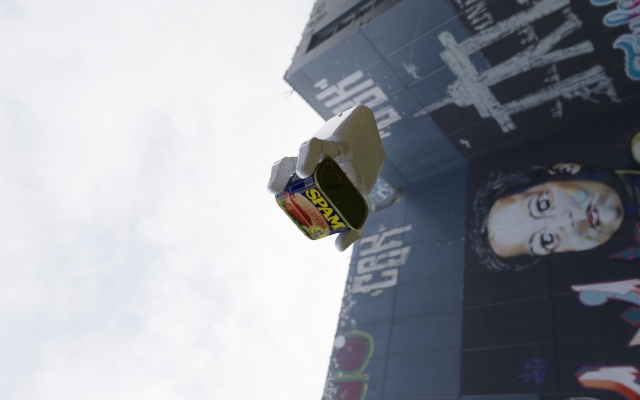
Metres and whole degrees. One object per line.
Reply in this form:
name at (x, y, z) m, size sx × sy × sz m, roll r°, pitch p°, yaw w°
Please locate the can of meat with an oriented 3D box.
can of meat at (0.000, 0.002, 0.645) m, size 0.084 × 0.102 × 0.057 m, roll -21°, pitch 27°, yaw 39°
